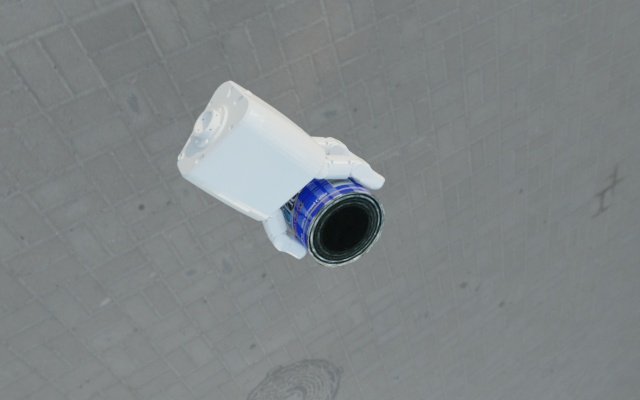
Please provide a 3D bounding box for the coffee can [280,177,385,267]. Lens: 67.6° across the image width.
[{"bbox_3d":[0.000,0.002,0.602,0.103,0.103,0.140,0,28,-30],"label":"coffee can"}]
